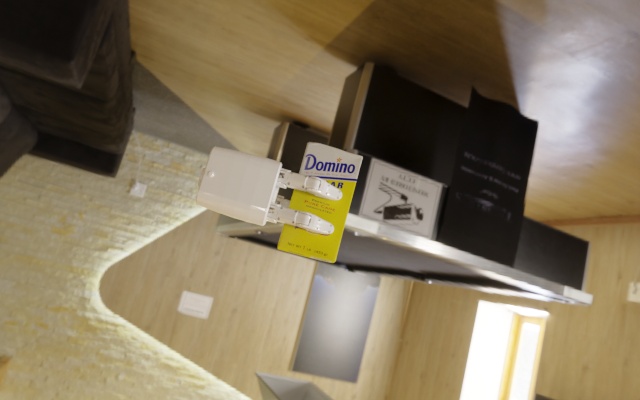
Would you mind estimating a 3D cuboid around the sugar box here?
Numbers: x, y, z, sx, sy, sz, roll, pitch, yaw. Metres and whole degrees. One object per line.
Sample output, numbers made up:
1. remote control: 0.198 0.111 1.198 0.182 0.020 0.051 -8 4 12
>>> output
1. sugar box: 0.000 0.002 0.752 0.093 0.176 0.048 15 -11 -3
